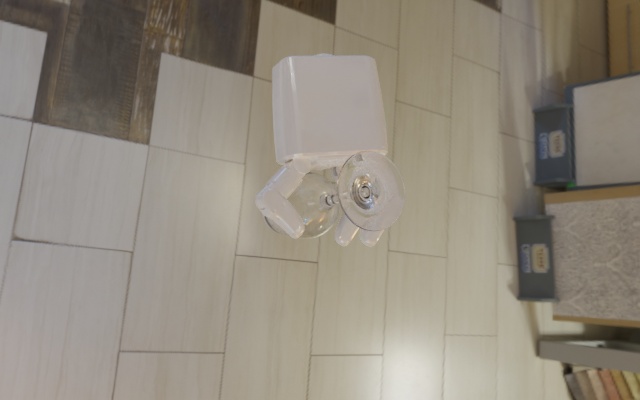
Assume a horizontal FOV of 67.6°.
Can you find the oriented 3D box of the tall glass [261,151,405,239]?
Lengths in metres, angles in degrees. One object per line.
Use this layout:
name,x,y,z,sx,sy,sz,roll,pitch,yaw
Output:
tall glass,0.000,0.002,0.520,0.079,0.079,0.201,0,-7,-29
